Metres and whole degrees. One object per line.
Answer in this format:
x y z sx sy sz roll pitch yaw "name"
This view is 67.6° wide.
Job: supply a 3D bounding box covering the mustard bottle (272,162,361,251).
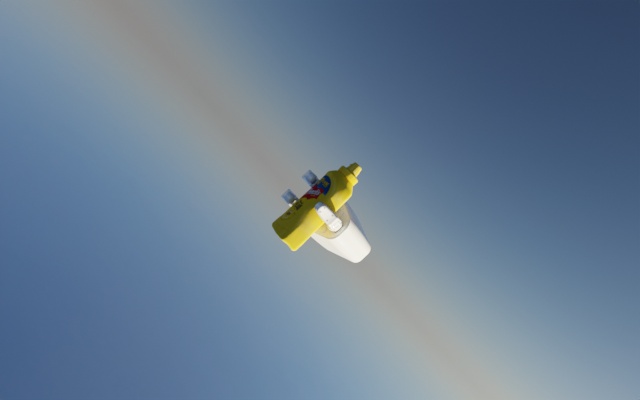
0.000 0.003 0.865 0.191 0.058 0.096 -43 19 -2 "mustard bottle"
